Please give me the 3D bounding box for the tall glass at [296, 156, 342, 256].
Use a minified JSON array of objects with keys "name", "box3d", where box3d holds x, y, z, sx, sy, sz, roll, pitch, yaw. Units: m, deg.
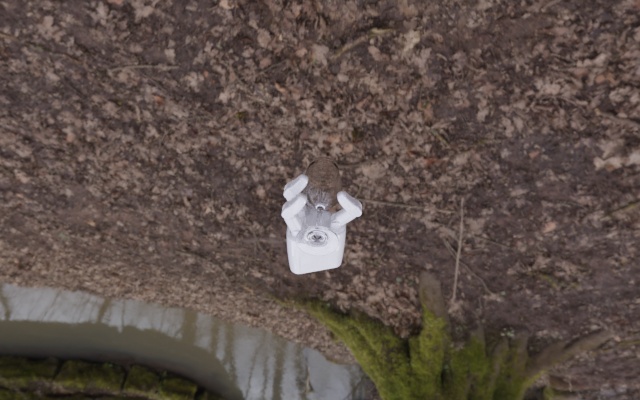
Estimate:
[{"name":"tall glass","box3d":[0.000,0.003,0.885,0.079,0.079,0.200,0,43,5]}]
